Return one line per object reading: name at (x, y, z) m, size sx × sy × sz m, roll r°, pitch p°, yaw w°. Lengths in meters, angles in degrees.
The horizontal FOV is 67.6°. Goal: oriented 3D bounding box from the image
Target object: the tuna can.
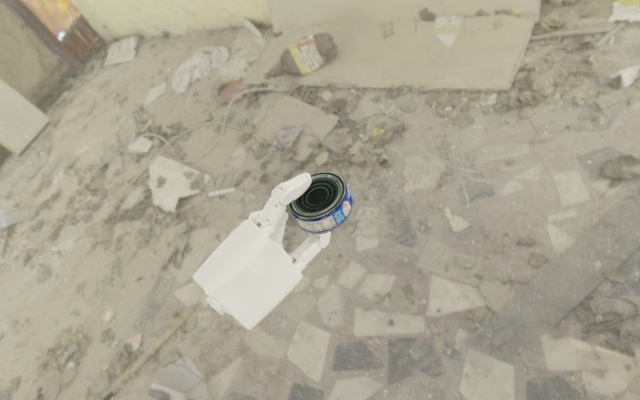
tuna can at (0.000, 0.002, 0.656) m, size 0.086 × 0.086 × 0.034 m, roll 0°, pitch -39°, yaw 25°
